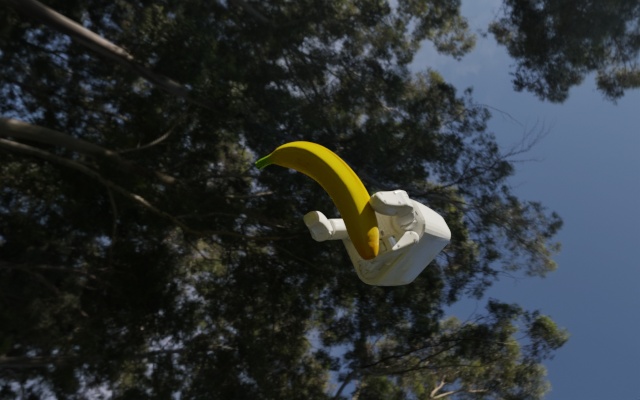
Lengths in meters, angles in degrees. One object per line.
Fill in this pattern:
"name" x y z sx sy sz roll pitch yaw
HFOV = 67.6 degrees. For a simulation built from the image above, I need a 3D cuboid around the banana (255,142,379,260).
"banana" 0.008 -0.016 0.537 0.197 0.069 0.037 39 12 33
